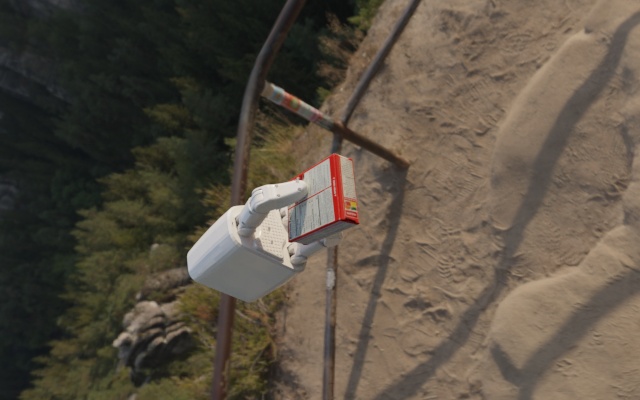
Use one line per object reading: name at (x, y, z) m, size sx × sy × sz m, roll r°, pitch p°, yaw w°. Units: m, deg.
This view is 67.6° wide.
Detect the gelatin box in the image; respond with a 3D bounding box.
gelatin box at (0.000, 0.001, 0.511) m, size 0.030 × 0.073 × 0.089 m, roll 13°, pitch -27°, yaw -37°
